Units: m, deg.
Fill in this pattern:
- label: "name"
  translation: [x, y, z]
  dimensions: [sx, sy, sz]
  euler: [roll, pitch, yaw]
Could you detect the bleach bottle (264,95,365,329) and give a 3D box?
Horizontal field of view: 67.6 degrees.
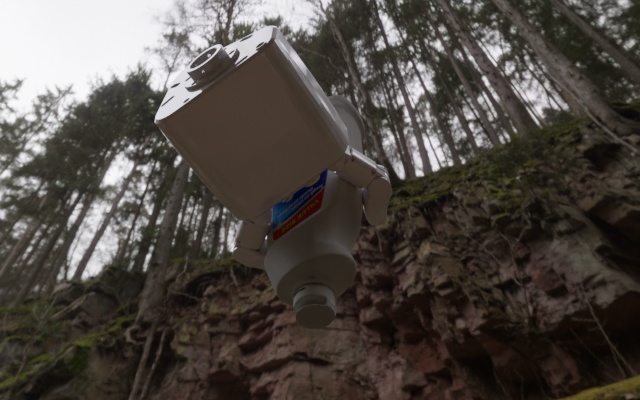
- label: "bleach bottle"
  translation: [0.000, 0.001, 0.436]
  dimensions: [0.102, 0.068, 0.250]
  euler: [-25, 36, 17]
